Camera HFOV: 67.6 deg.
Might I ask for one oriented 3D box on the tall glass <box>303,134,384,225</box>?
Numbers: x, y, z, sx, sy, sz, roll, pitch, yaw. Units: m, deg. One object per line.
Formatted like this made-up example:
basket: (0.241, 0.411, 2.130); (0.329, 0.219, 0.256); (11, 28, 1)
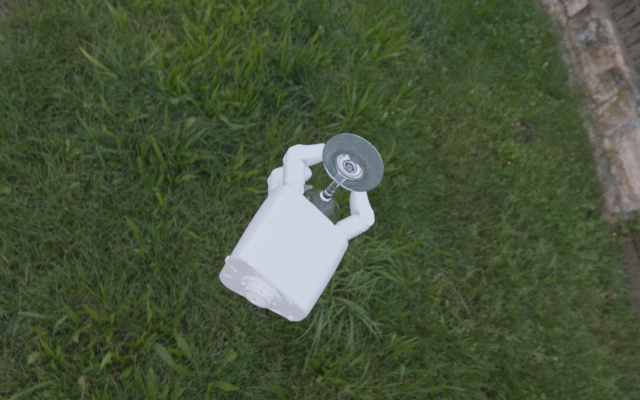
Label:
tall glass: (0.000, 0.002, 0.605); (0.079, 0.079, 0.201); (0, -26, -24)
